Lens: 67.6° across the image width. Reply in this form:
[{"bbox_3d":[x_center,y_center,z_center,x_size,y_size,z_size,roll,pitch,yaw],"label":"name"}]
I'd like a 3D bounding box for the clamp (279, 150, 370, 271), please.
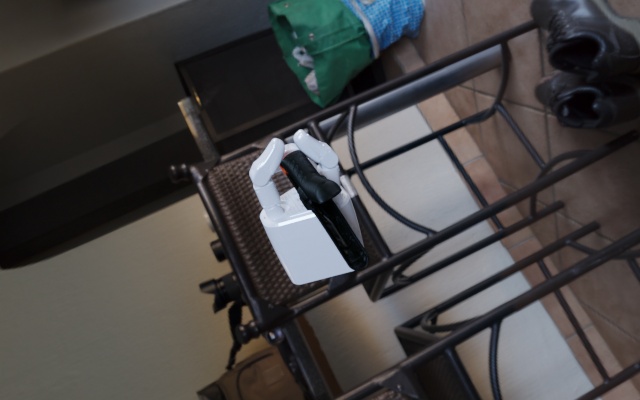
[{"bbox_3d":[-0.001,0.002,0.529,0.039,0.120,0.171,-24,31,-8],"label":"clamp"}]
